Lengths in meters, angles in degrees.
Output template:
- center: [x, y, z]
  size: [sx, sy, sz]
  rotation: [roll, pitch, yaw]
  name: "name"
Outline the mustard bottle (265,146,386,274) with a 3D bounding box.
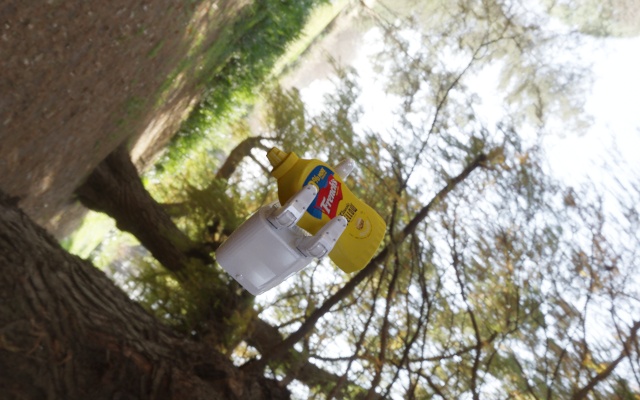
- center: [0.000, 0.002, 0.635]
  size: [0.058, 0.192, 0.096]
  rotation: [-29, 21, 51]
  name: "mustard bottle"
